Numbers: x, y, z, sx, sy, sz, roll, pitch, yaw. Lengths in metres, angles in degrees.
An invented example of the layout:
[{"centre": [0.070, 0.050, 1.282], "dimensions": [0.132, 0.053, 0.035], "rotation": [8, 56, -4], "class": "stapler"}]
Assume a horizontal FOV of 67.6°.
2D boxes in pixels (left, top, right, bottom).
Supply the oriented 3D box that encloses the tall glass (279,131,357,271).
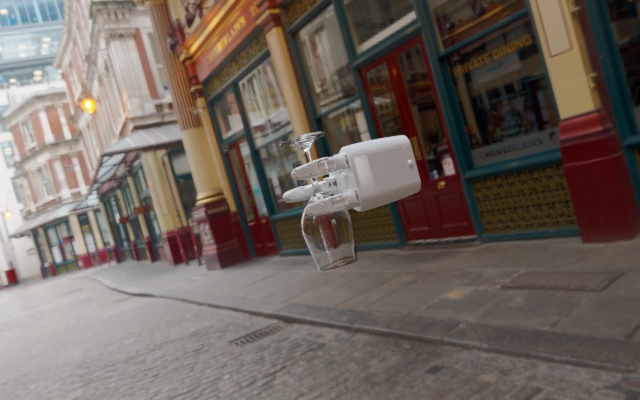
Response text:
[{"centre": [0.000, 0.002, 0.723], "dimensions": [0.079, 0.201, 0.079], "rotation": [-15, 1, 0], "class": "tall glass"}]
